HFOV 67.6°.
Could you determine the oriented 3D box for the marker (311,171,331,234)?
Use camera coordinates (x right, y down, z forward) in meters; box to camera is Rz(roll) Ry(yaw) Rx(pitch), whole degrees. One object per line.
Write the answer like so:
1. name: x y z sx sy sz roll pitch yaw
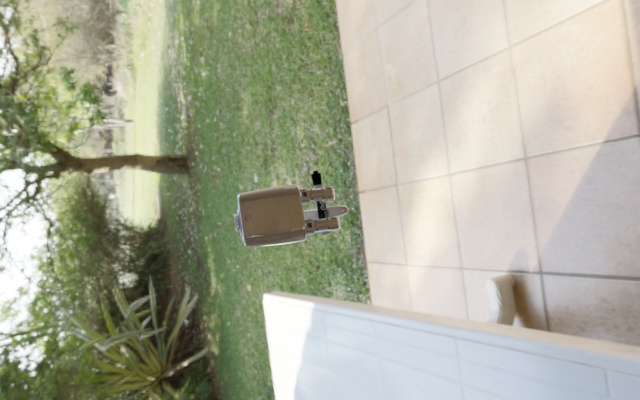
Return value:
1. marker: 0.000 0.003 0.899 0.020 0.121 0.020 -9 -8 -1
